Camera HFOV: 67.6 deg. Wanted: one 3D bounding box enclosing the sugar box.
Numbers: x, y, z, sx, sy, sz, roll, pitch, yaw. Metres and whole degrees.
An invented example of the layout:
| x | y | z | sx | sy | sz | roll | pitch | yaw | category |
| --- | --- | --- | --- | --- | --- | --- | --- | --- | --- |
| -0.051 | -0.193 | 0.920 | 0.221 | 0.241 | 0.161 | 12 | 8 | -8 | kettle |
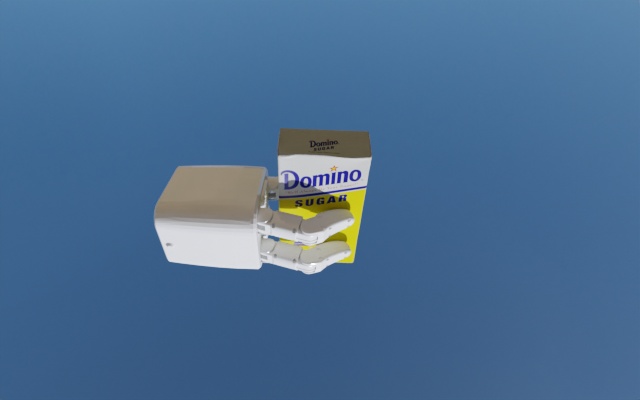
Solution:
| x | y | z | sx | sy | sz | roll | pitch | yaw | category |
| --- | --- | --- | --- | --- | --- | --- | --- | --- | --- |
| 0.000 | 0.002 | 0.528 | 0.093 | 0.048 | 0.176 | 1 | -40 | -1 | sugar box |
